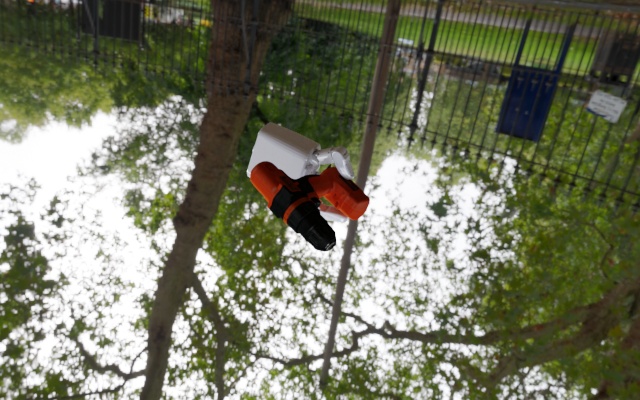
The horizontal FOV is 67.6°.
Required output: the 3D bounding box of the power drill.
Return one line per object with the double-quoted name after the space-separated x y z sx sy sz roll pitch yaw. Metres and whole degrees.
0.000 0.002 0.774 0.184 0.057 0.187 47 28 25 "power drill"
